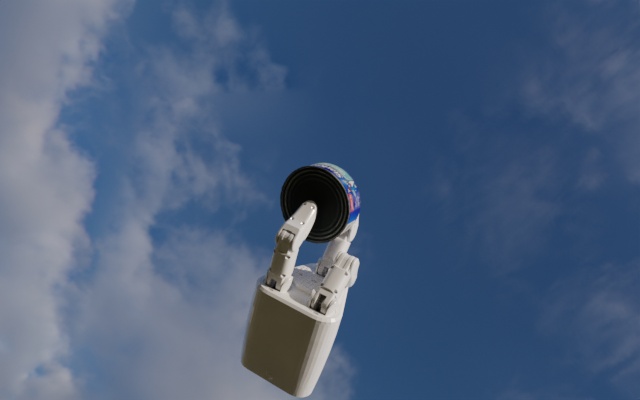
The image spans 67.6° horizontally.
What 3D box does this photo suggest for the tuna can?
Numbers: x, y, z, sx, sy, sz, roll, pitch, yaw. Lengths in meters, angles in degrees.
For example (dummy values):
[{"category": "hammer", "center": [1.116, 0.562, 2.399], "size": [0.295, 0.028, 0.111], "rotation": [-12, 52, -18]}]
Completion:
[{"category": "tuna can", "center": [0.000, 0.002, 0.526], "size": [0.086, 0.086, 0.033], "rotation": [0, 13, 29]}]
